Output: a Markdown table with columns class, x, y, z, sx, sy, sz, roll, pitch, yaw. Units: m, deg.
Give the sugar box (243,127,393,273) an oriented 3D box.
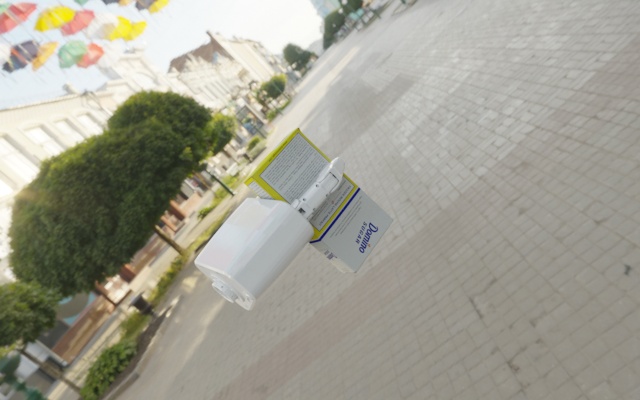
| class | x | y | z | sx | sy | sz | roll | pitch | yaw |
| --- | --- | --- | --- | --- | --- | --- | --- | --- | --- |
| sugar box | 0.000 | 0.002 | 0.606 | 0.176 | 0.093 | 0.048 | 45 | -23 | -12 |
